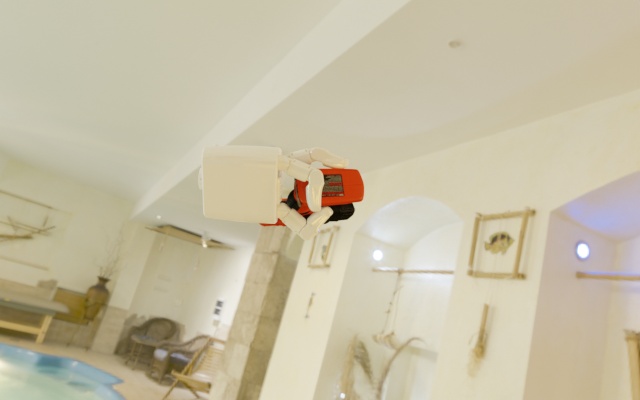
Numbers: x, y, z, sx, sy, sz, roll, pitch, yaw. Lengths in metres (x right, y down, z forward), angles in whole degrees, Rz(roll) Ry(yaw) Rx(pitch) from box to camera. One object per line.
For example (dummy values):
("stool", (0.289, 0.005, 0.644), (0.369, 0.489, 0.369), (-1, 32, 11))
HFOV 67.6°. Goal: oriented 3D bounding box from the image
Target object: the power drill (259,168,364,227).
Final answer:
("power drill", (0.000, 0.002, 0.790), (0.184, 0.057, 0.188), (-4, -15, -22))
